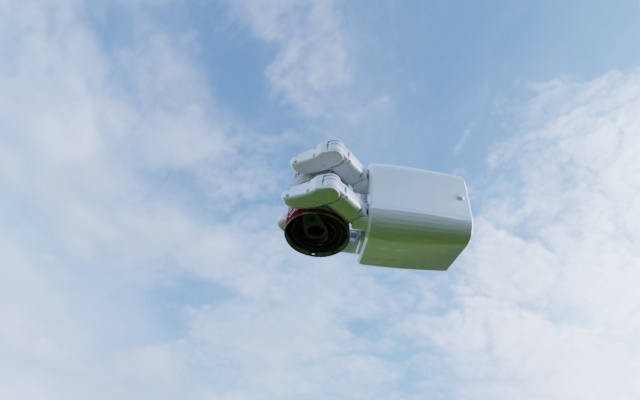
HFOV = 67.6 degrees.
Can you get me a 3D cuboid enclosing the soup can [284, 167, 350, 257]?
[{"bbox_3d":[0.000,0.002,0.526,0.068,0.069,0.102,0,44,6],"label":"soup can"}]
